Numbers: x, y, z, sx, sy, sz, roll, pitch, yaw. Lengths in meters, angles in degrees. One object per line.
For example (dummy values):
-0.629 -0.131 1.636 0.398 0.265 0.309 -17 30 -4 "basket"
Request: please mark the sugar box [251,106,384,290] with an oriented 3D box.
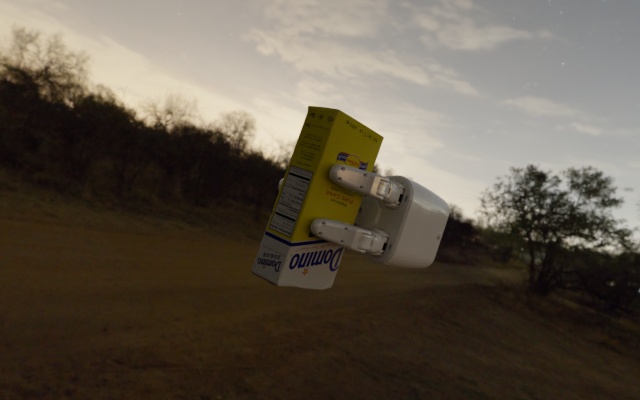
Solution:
0.001 0.002 0.488 0.048 0.176 0.093 17 0 38 "sugar box"
